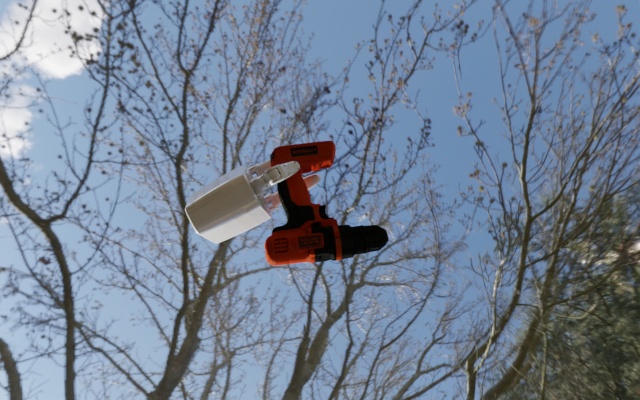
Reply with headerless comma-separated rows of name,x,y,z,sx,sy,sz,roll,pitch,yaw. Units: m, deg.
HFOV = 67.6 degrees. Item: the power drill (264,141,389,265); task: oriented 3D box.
power drill,0.000,0.002,0.732,0.184,0.187,0.057,-6,-23,-6
